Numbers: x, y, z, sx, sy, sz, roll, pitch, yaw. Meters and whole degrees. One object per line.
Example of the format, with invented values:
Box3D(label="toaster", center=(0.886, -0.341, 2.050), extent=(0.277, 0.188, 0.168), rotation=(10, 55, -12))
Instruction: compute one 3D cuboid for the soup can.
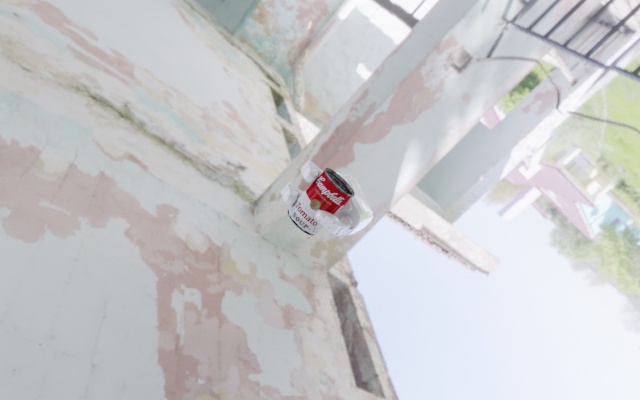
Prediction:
Box3D(label="soup can", center=(0.000, 0.003, 0.824), extent=(0.102, 0.068, 0.068), rotation=(-46, -17, 17))
